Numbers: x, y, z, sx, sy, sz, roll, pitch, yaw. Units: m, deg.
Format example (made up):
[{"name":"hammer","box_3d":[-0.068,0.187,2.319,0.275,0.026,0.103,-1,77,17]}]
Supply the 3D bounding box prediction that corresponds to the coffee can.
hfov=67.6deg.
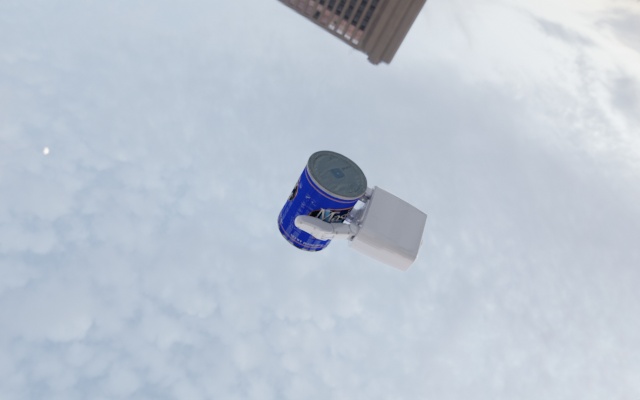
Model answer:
[{"name":"coffee can","box_3d":[0.000,0.002,0.789,0.103,0.102,0.140,0,-41,-32]}]
